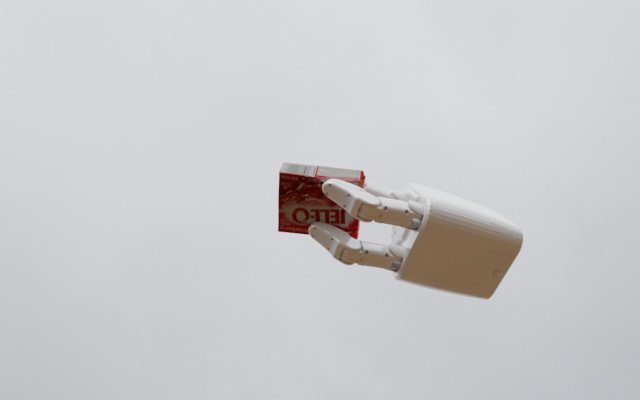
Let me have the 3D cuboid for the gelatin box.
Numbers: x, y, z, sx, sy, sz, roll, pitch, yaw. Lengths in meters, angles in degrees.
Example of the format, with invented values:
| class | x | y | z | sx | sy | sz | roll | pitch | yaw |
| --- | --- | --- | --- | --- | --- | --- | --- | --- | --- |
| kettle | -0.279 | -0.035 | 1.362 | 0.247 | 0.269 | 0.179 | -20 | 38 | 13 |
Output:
| class | x | y | z | sx | sy | sz | roll | pitch | yaw |
| --- | --- | --- | --- | --- | --- | --- | --- | --- | --- |
| gelatin box | 0.000 | 0.001 | 0.510 | 0.089 | 0.073 | 0.030 | 7 | 30 | 5 |
